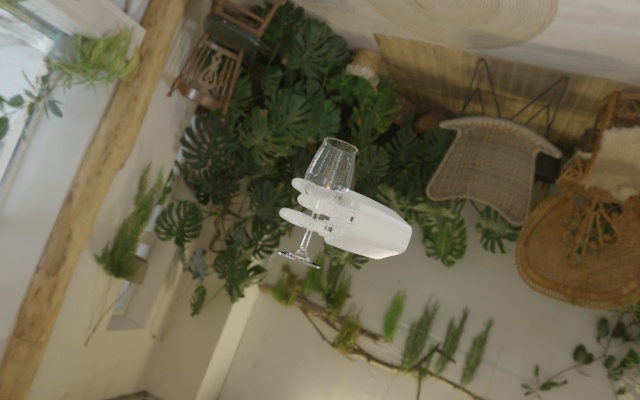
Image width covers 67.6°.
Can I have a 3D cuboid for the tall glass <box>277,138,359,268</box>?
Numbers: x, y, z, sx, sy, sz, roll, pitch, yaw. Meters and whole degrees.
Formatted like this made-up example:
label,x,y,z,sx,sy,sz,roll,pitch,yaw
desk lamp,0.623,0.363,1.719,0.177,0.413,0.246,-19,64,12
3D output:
label,x,y,z,sx,sy,sz,roll,pitch,yaw
tall glass,0.000,0.003,0.770,0.079,0.201,0.079,20,-4,2
